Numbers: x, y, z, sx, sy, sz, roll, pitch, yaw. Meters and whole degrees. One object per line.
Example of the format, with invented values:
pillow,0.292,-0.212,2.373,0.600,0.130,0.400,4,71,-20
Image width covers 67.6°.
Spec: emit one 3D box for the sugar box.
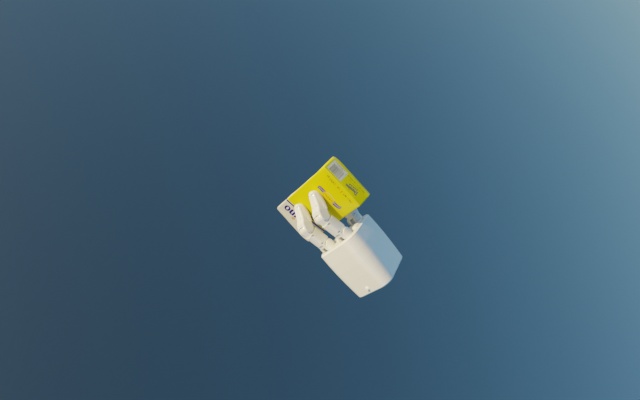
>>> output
sugar box,0.000,0.003,0.871,0.176,0.093,0.048,-40,4,46
